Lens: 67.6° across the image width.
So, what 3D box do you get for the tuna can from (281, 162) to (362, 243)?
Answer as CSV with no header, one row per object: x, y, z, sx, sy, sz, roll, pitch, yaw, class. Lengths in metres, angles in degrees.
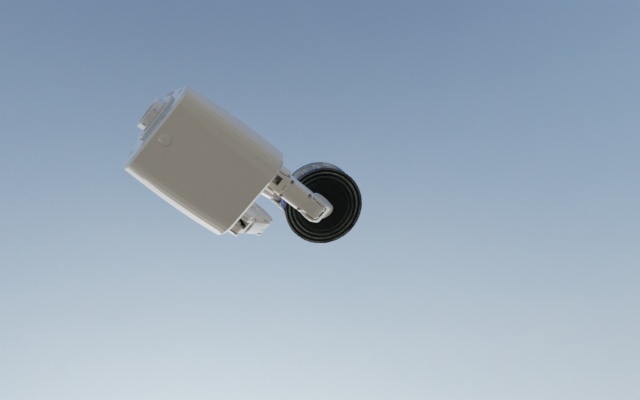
0.000,0.002,0.528,0.086,0.086,0.033,0,19,-15,tuna can
